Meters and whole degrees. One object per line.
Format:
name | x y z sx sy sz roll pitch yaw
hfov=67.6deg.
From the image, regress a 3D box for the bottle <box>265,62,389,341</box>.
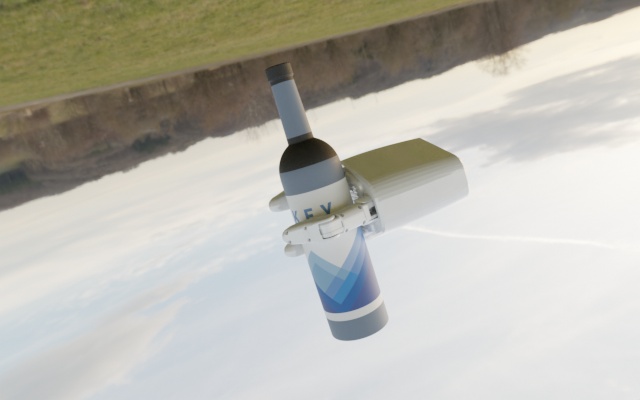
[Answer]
bottle | 0.000 0.002 0.510 0.069 0.296 0.069 -17 9 3
